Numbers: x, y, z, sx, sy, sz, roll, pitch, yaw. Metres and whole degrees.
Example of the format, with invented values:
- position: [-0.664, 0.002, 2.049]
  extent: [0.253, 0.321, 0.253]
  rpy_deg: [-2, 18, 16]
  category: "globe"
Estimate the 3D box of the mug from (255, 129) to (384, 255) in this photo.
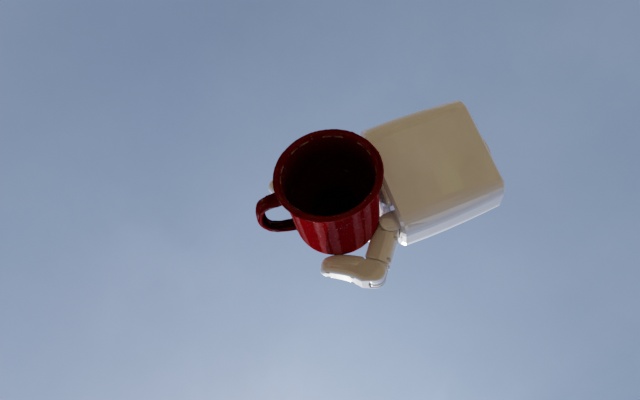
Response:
- position: [-0.001, 0.002, 0.428]
  extent: [0.117, 0.093, 0.081]
  rpy_deg: [-20, -32, -2]
  category: "mug"
